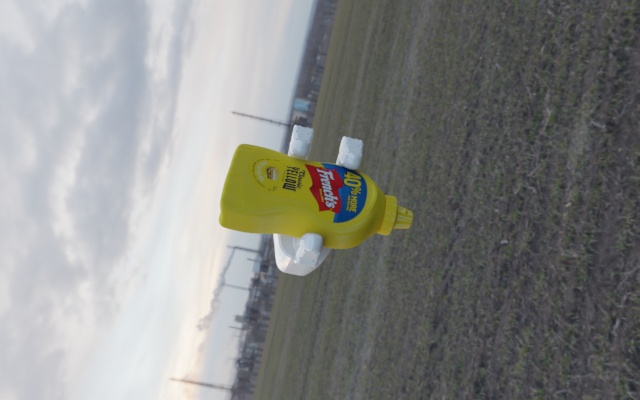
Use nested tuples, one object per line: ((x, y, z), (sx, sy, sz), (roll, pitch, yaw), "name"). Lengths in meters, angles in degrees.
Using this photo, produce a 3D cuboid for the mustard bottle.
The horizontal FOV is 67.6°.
((0.000, 0.001, 0.486), (0.191, 0.096, 0.058), (12, -45, -5), "mustard bottle")
